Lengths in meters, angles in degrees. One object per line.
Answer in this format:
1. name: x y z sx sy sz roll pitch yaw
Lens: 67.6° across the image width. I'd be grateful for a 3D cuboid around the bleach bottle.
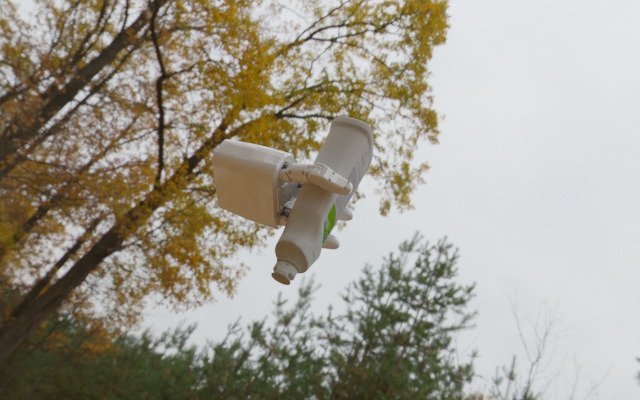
1. bleach bottle: 0.000 0.002 0.669 0.068 0.250 0.103 17 -34 19
